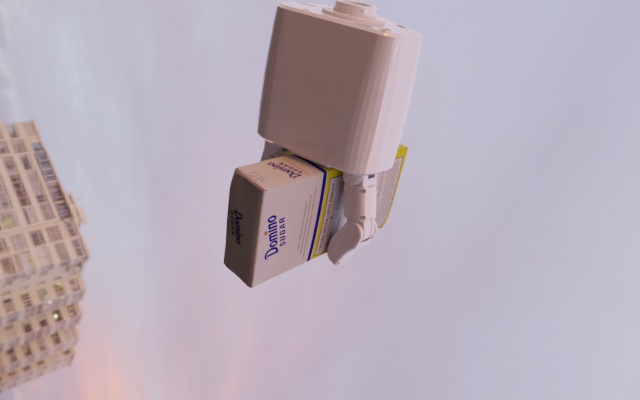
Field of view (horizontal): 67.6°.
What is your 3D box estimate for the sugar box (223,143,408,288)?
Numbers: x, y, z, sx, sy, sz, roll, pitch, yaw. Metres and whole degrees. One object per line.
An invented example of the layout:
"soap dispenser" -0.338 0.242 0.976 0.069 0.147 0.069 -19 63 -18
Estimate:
"sugar box" 0.000 0.001 0.422 0.176 0.093 0.048 -17 39 -41
